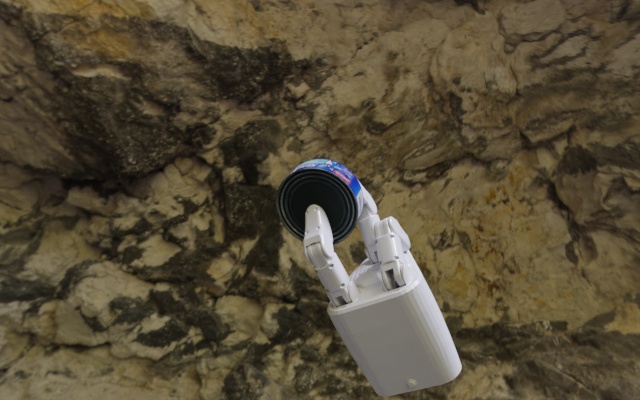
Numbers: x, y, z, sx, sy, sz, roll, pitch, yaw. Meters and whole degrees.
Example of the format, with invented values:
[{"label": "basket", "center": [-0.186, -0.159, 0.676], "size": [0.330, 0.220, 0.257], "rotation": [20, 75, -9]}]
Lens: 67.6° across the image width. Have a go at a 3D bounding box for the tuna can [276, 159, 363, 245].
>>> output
[{"label": "tuna can", "center": [0.000, 0.001, 0.487], "size": [0.086, 0.086, 0.033], "rotation": [0, 24, 18]}]
